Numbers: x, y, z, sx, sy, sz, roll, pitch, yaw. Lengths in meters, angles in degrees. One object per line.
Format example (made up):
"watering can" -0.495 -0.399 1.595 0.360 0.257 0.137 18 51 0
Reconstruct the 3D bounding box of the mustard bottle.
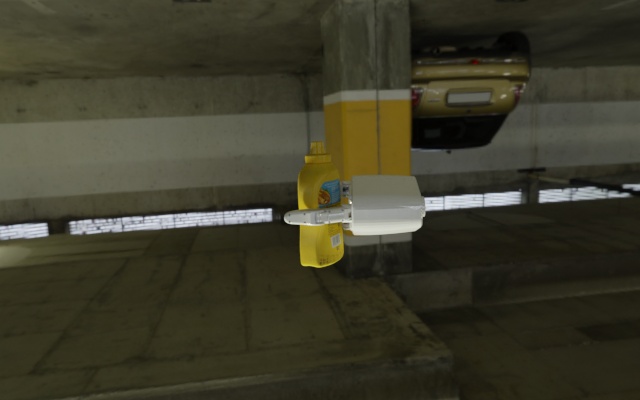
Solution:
"mustard bottle" 0.000 0.003 0.758 0.058 0.191 0.096 3 10 29
